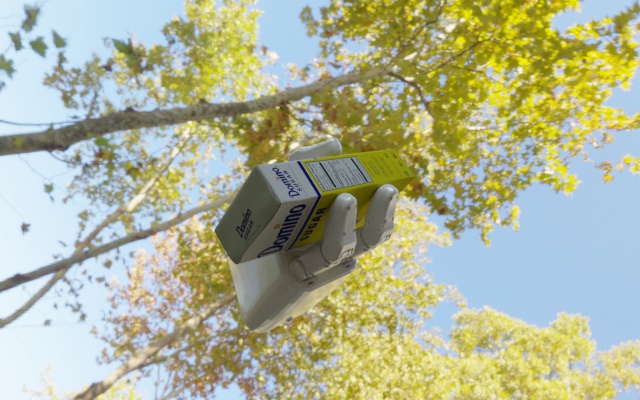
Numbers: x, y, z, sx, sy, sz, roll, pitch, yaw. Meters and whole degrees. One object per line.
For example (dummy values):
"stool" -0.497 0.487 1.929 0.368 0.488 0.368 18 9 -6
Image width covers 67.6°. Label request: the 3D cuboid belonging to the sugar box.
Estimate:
"sugar box" 0.000 0.002 0.440 0.176 0.048 0.093 -16 -26 -44
